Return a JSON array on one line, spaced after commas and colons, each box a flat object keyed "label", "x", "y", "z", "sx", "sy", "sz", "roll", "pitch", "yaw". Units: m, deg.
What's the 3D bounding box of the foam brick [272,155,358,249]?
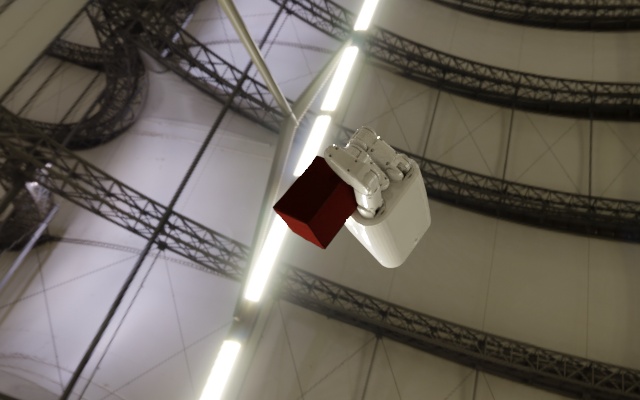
[{"label": "foam brick", "x": 0.000, "y": 0.002, "z": 0.504, "sx": 0.053, "sy": 0.078, "sz": 0.051, "roll": 26, "pitch": -22, "yaw": 37}]
